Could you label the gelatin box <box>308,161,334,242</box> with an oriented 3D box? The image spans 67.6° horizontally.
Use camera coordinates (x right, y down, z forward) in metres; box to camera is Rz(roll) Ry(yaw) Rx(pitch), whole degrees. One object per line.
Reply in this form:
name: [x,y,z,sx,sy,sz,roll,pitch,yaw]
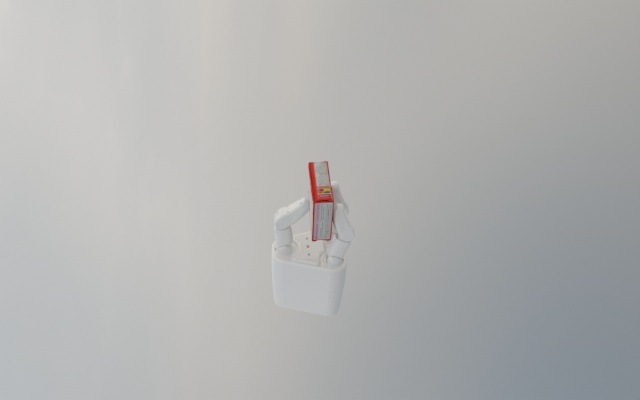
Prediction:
gelatin box: [0.000,0.002,0.658,0.030,0.073,0.089,-3,-40,-4]
